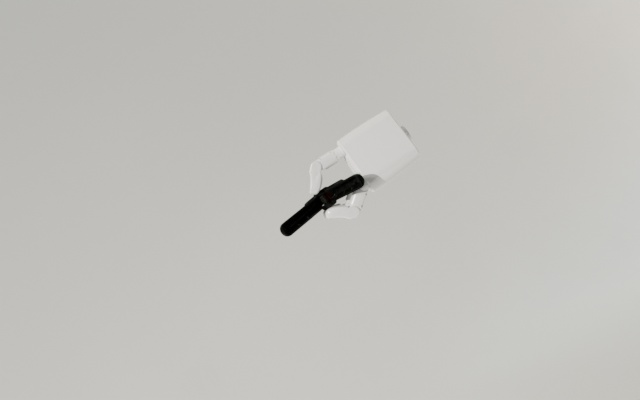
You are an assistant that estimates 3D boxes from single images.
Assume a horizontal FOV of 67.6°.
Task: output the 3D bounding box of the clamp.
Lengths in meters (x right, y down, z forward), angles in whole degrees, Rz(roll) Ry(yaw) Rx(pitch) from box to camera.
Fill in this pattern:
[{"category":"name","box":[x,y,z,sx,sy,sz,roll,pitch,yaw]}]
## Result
[{"category":"clamp","box":[0.000,0.002,0.875,0.164,0.036,0.210,-34,4,1]}]
